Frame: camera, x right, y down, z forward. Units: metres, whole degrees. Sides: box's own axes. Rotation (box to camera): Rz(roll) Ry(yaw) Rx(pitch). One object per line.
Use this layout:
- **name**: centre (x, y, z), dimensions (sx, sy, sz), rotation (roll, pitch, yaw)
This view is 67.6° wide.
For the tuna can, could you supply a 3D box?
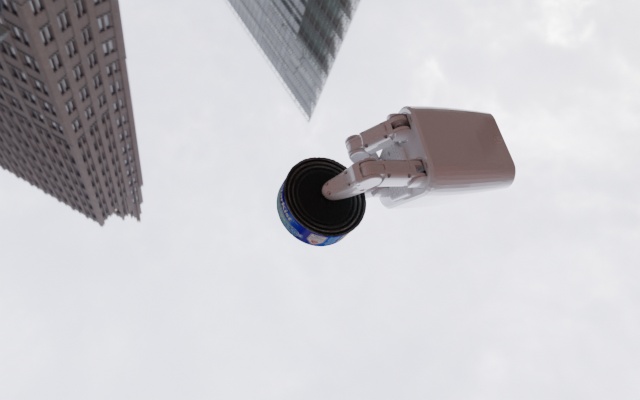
- **tuna can**: centre (0.000, 0.002, 0.478), dimensions (0.086, 0.086, 0.034), rotation (0, -25, -23)
